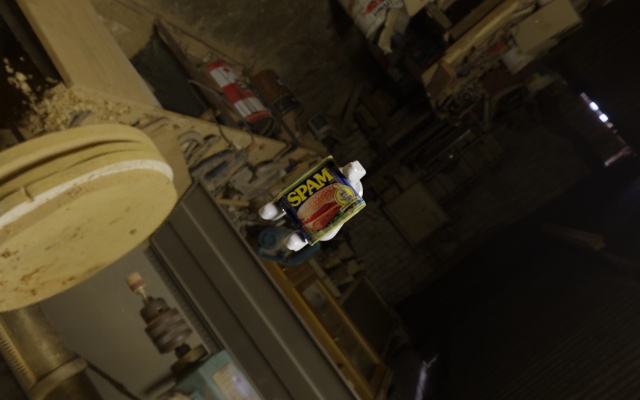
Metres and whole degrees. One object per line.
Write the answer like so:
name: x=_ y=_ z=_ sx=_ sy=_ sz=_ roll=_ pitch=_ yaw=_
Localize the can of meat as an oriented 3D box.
can of meat: x=0.000 y=0.002 z=0.669 sx=0.102 sy=0.084 sz=0.057 roll=-37 pitch=-7 yaw=-3
